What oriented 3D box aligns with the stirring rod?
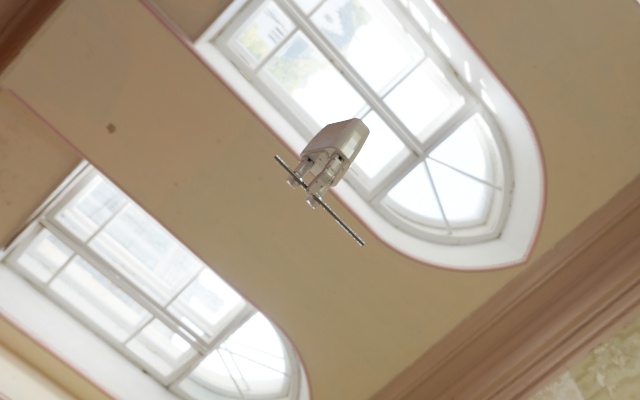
[{"bbox_3d":[0.000,0.003,0.895,0.239,0.011,0.011,45,-14,-14],"label":"stirring rod"}]
